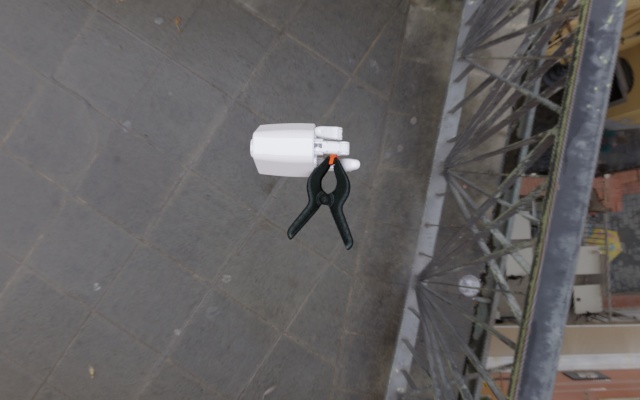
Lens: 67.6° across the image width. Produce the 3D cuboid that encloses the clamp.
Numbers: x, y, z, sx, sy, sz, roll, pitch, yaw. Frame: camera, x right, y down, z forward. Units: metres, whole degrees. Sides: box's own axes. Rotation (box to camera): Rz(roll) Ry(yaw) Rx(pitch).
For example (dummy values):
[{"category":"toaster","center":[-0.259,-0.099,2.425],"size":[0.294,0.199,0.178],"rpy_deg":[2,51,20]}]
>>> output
[{"category":"clamp","center":[0.000,0.003,0.859],"size":[0.120,0.171,0.039],"rpy_deg":[1,-2,2]}]
